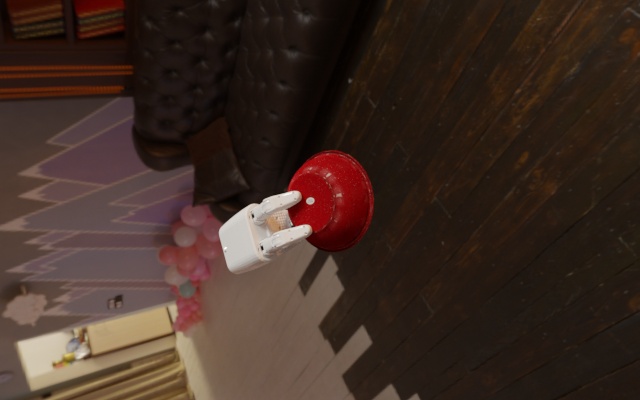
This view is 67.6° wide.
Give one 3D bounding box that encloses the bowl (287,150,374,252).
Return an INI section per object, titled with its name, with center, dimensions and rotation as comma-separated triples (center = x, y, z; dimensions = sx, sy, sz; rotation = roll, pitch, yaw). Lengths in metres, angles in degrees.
[bowl]
center = 0.001, 0.002, 0.735
dimensions = 0.162, 0.162, 0.055
rotation = 0, 1, 37
